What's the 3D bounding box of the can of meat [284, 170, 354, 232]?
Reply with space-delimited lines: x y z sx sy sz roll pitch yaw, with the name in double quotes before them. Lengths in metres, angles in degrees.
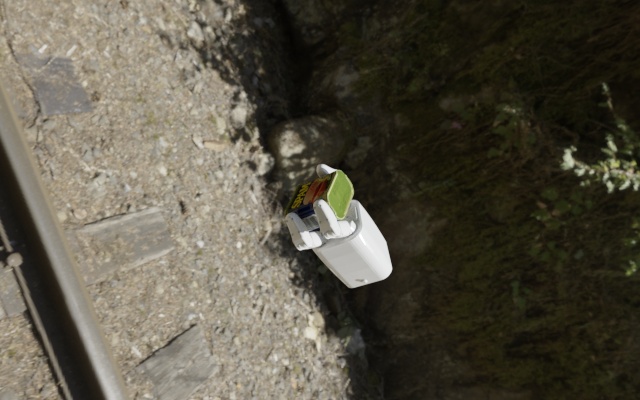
"can of meat" 0.000 0.002 0.778 0.084 0.057 0.102 -22 27 31
